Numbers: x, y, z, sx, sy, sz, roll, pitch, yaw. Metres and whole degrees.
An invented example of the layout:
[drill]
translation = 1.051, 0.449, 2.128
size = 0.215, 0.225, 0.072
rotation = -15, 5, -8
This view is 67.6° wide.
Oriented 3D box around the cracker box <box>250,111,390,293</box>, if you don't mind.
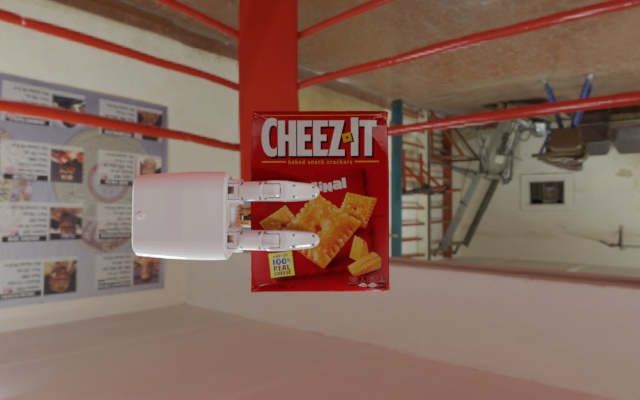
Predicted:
[cracker box]
translation = 0.000, 0.002, 0.579
size = 0.164, 0.213, 0.072
rotation = 0, -2, 1
